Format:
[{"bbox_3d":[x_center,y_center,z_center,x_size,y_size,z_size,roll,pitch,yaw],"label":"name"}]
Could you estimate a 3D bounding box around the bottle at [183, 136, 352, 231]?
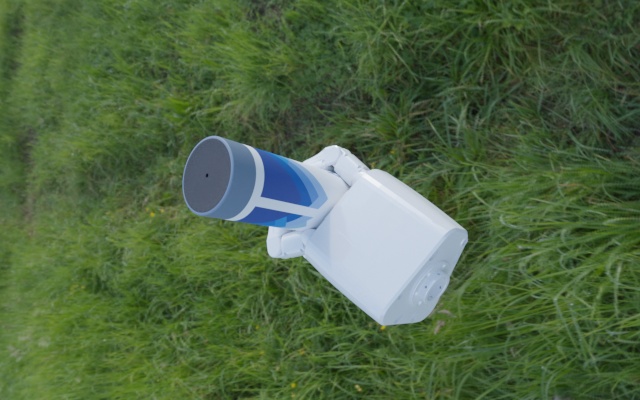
[{"bbox_3d":[0.000,0.002,0.500,0.069,0.069,0.296,0,-9,40],"label":"bottle"}]
